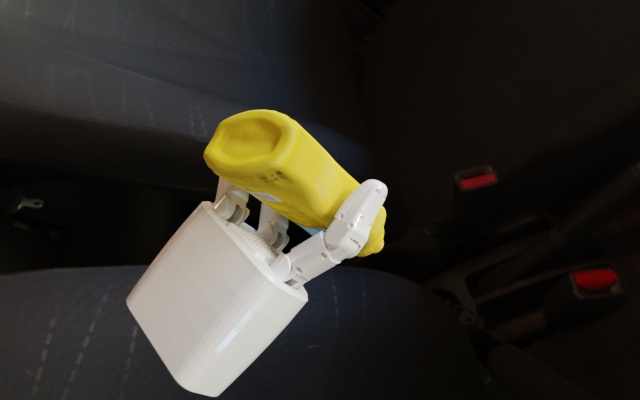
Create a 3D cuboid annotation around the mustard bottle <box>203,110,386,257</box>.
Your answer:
[{"bbox_3d":[0.000,0.001,0.400,0.096,0.058,0.192,9,-21,42],"label":"mustard bottle"}]
